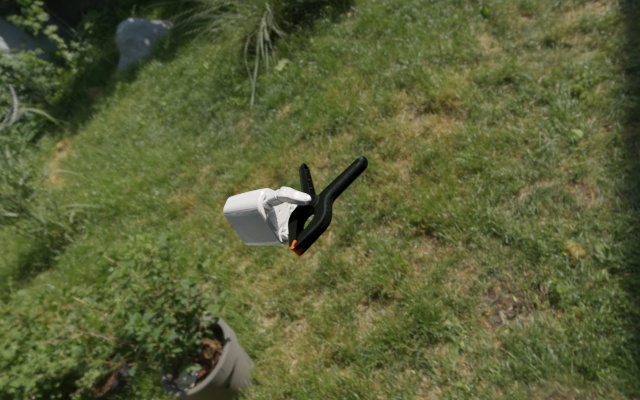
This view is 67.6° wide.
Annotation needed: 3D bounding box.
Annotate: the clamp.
[{"bbox_3d":[-0.001,0.003,0.877,0.164,0.210,0.036,-10,-40,39],"label":"clamp"}]
